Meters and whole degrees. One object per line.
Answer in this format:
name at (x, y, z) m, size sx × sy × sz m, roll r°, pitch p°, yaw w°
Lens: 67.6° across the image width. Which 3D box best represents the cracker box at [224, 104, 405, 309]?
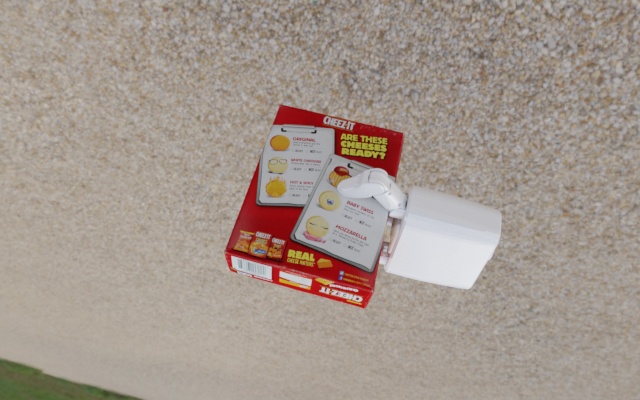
cracker box at (0.000, 0.002, 0.571) m, size 0.164 × 0.213 × 0.072 m, roll 14°, pitch -30°, yaw 3°
